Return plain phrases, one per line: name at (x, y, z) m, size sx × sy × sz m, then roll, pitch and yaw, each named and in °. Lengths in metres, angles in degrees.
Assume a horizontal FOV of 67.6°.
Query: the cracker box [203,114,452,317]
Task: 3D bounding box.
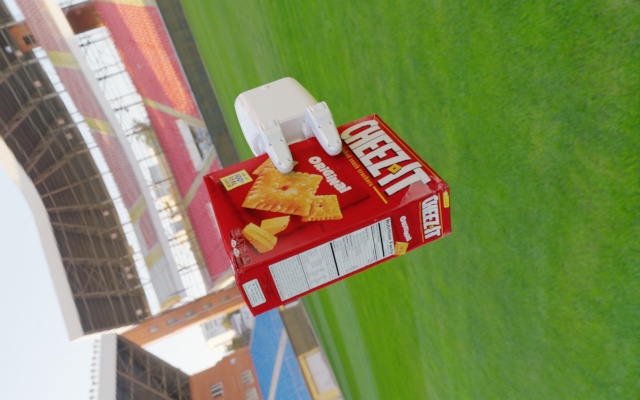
cracker box at (0.000, 0.002, 0.497) m, size 0.213 × 0.072 × 0.164 m, roll -22°, pitch 41°, yaw -8°
